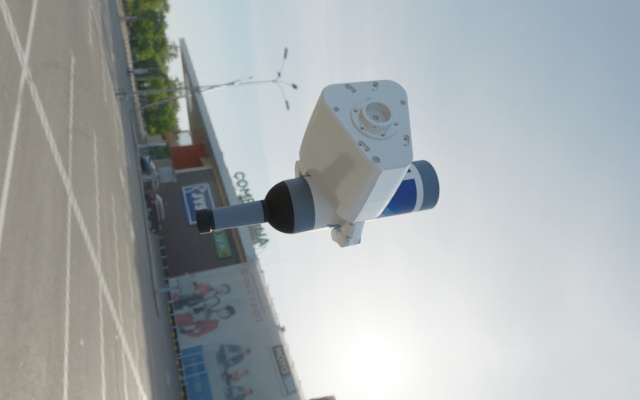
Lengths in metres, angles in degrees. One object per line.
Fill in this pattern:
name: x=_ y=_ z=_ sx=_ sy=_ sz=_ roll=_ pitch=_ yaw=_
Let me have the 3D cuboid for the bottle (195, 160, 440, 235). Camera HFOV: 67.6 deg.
bottle: x=0.000 y=0.002 z=0.581 sx=0.295 sy=0.069 sz=0.069 roll=-9 pitch=3 yaw=-18
